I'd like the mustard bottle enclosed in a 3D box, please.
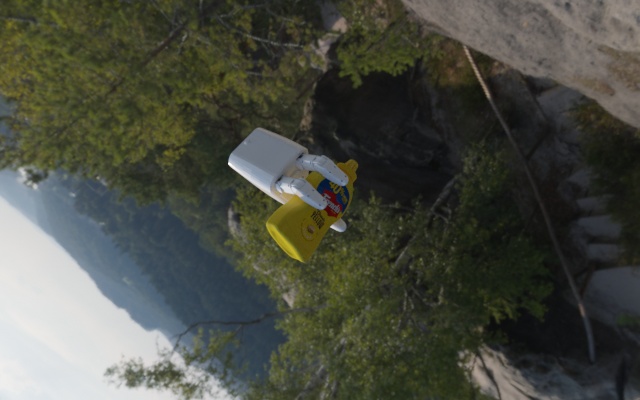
[{"bbox_3d":[0.000,0.003,0.793,0.058,0.191,0.096,15,-32,48],"label":"mustard bottle"}]
